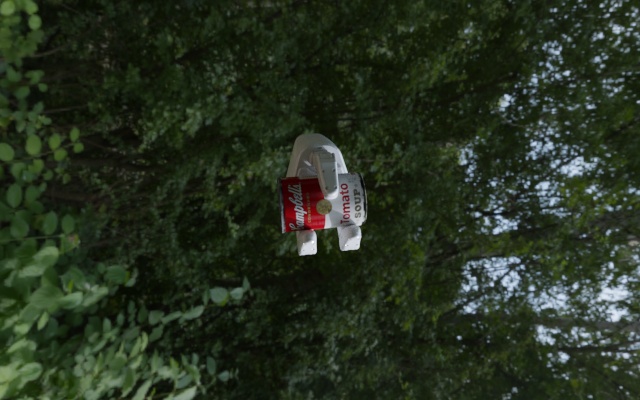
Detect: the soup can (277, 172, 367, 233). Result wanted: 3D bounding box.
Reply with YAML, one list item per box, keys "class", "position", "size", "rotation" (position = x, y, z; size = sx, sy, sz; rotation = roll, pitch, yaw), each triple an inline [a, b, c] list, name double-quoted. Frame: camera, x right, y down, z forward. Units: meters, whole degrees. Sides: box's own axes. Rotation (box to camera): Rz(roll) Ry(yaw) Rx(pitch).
- class: "soup can"
  position: [0.000, 0.002, 0.587]
  size: [0.102, 0.068, 0.068]
  rotation: [-5, 0, -7]
